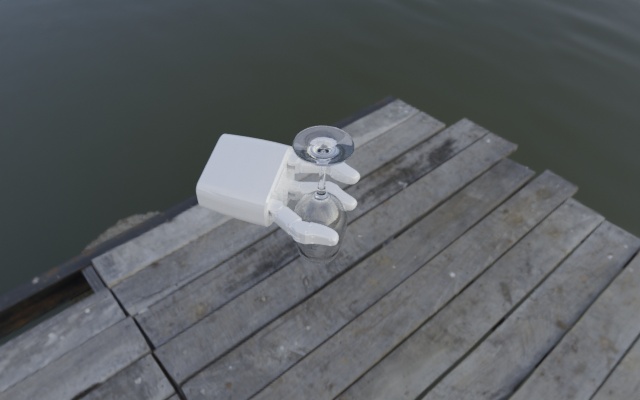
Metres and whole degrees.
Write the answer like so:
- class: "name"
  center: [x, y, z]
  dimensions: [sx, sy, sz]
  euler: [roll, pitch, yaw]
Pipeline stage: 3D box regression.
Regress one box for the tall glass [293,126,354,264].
- class: "tall glass"
  center: [0.000, 0.002, 0.642]
  dimensions: [0.079, 0.079, 0.201]
  euler: [0, -44, -2]
